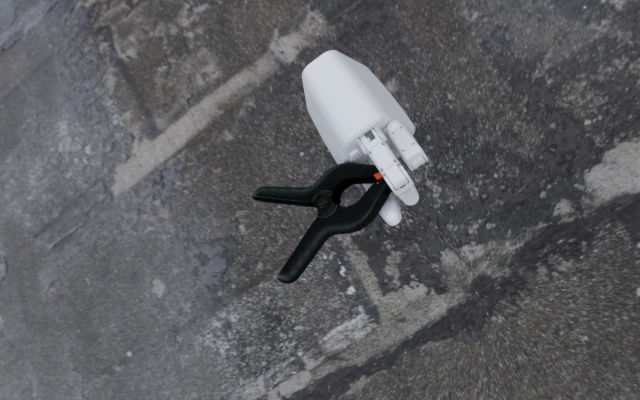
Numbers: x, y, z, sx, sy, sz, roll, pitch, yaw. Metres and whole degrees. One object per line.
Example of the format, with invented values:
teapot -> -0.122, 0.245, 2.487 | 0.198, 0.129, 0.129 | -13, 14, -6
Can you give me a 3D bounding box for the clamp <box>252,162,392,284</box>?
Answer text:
clamp -> 0.000, 0.002, 0.537 | 0.171, 0.120, 0.039 | -34, -19, 9
